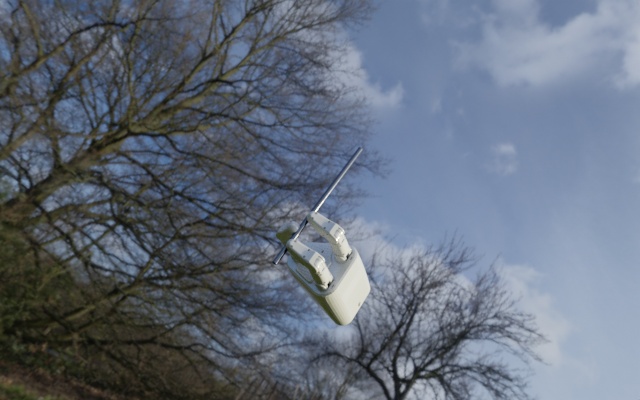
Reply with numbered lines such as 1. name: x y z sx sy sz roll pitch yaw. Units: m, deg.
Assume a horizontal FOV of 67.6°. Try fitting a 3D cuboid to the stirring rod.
1. stirring rod: 0.000 0.002 0.726 0.011 0.239 0.011 29 -27 16
